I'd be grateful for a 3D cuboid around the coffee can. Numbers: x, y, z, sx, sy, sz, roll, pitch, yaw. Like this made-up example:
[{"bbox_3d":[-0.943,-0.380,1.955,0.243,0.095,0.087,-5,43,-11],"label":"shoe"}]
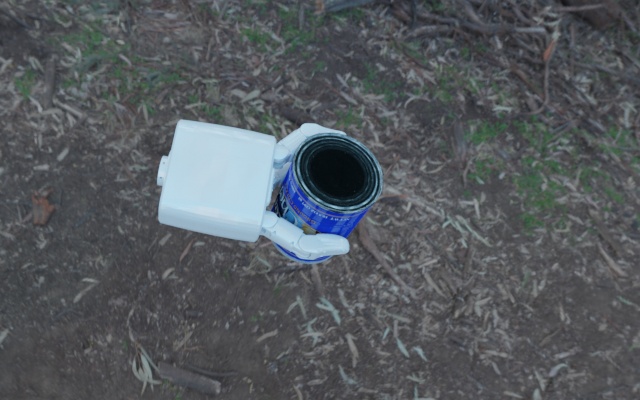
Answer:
[{"bbox_3d":[0.000,0.002,0.567,0.103,0.102,0.140,0,-29,-19],"label":"coffee can"}]
